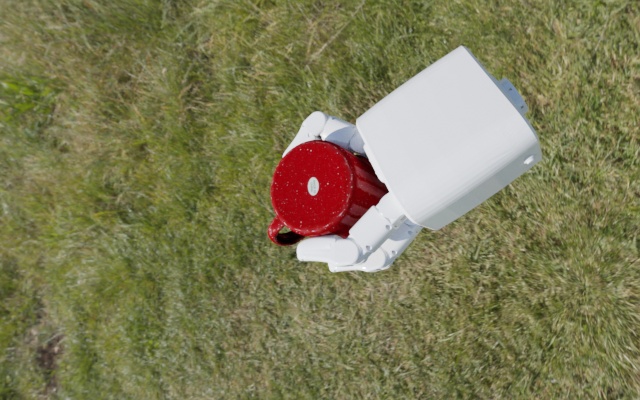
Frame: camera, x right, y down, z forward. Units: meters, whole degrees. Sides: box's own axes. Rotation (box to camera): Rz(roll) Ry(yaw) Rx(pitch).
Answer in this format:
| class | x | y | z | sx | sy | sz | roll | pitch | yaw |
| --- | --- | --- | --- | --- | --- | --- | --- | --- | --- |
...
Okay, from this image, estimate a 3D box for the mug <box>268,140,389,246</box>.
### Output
| class | x | y | z | sx | sy | sz | roll | pitch | yaw |
| --- | --- | --- | --- | --- | --- | --- | --- | --- | --- |
| mug | -0.001 | 0.002 | 0.430 | 0.117 | 0.093 | 0.081 | -37 | -24 | 17 |
